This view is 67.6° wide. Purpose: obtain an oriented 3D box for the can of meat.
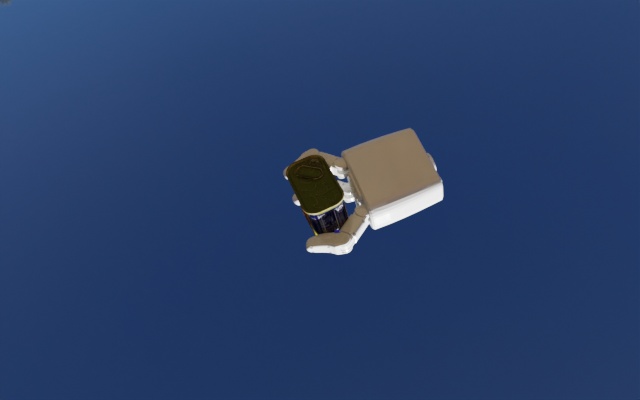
[{"bbox_3d":[0.000,0.002,0.656,0.057,0.102,0.084,-24,-41,-5],"label":"can of meat"}]
